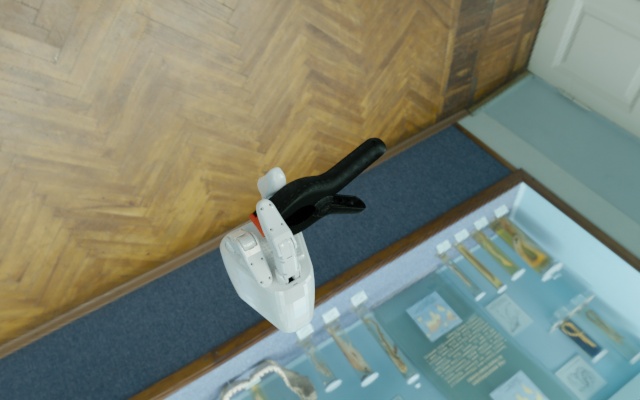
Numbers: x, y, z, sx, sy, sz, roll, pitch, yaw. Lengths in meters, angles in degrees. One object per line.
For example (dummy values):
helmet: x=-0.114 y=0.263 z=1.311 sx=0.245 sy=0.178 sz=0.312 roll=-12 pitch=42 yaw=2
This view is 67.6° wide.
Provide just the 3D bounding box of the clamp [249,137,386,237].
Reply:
clamp: x=0.000 y=0.002 z=0.554 sx=0.171 sy=0.120 sz=0.039 roll=-27 pitch=53 yaw=-19
